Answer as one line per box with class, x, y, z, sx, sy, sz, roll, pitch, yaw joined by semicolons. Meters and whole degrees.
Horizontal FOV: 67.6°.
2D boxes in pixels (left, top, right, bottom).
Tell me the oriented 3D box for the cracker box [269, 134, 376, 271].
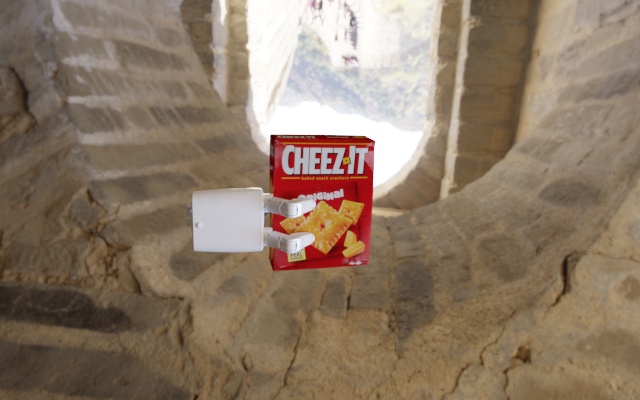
cracker box;0.000;0.003;0.777;0.164;0.214;0.072;-1;15;-12
